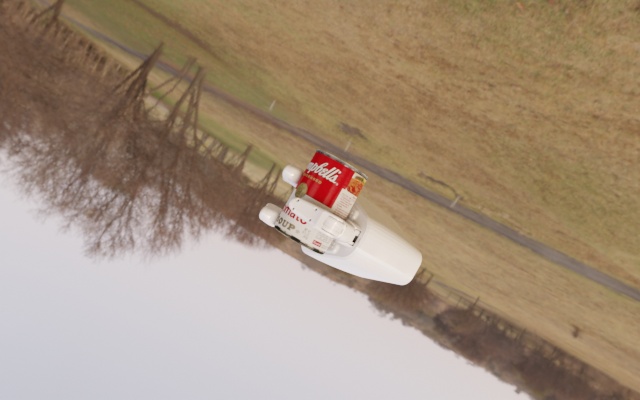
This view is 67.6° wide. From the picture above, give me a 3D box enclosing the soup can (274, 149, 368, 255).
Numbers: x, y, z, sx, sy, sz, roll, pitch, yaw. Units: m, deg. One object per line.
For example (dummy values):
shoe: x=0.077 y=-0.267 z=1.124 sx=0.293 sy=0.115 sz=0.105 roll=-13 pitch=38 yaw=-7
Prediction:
soup can: x=0.000 y=0.002 z=0.545 sx=0.068 sy=0.102 sz=0.068 roll=30 pitch=0 yaw=0
